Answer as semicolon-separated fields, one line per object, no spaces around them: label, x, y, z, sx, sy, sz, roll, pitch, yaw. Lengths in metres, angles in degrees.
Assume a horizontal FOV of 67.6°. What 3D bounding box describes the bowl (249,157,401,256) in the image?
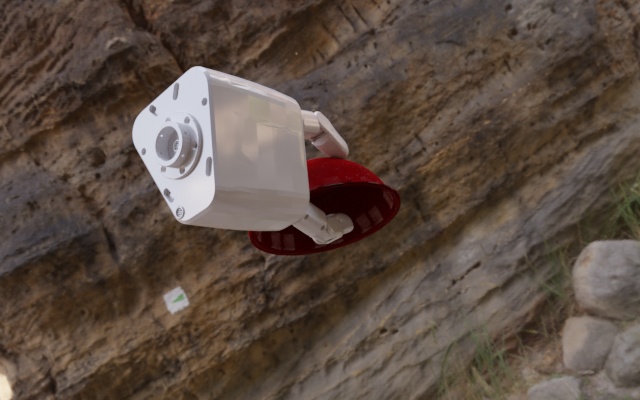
bowl;0.000;0.002;0.509;0.162;0.055;0.162;-12;-27;-6
